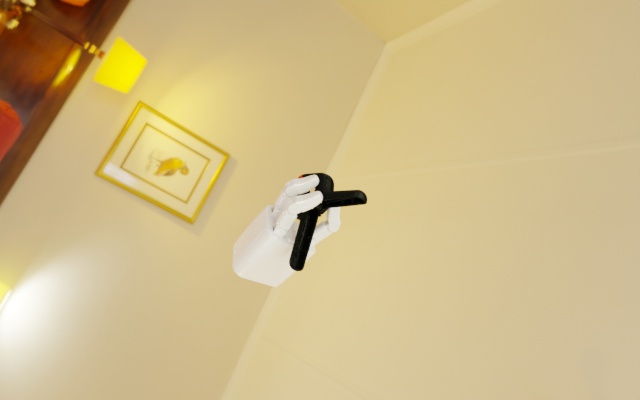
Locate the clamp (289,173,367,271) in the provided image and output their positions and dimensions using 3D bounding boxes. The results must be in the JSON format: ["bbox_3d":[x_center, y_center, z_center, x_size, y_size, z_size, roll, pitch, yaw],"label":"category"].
[{"bbox_3d":[0.000,0.003,0.803,0.036,0.164,0.209,37,21,-27],"label":"clamp"}]
